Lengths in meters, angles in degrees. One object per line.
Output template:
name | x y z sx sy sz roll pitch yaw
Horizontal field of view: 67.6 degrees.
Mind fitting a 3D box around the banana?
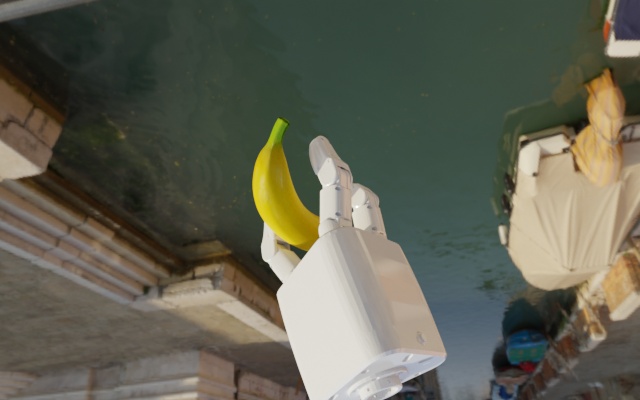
banana | -0.016 0.011 0.457 0.037 0.069 0.198 48 -6 39
